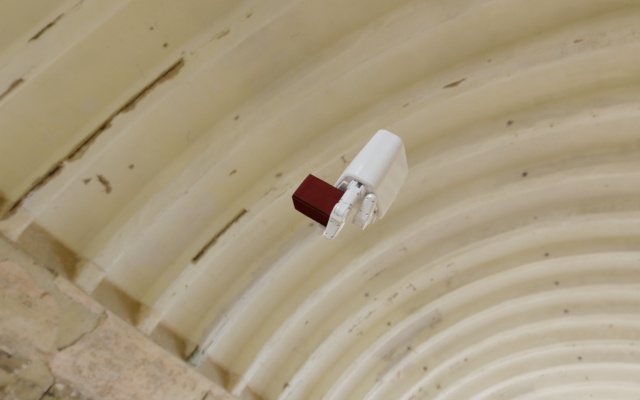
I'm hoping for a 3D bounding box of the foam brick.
[{"bbox_3d":[0.000,0.002,0.786,0.078,0.051,0.053,30,-20,14],"label":"foam brick"}]
